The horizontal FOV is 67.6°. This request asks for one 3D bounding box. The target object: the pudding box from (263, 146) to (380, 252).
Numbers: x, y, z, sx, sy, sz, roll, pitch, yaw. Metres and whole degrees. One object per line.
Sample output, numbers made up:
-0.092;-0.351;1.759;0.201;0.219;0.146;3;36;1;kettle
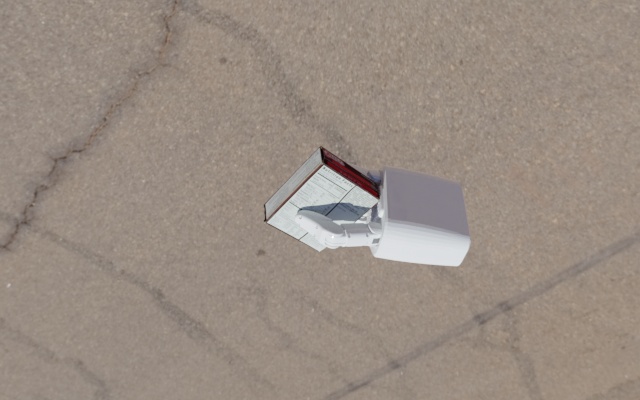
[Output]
0.000;0.002;0.567;0.090;0.113;0.039;32;29;-27;pudding box
